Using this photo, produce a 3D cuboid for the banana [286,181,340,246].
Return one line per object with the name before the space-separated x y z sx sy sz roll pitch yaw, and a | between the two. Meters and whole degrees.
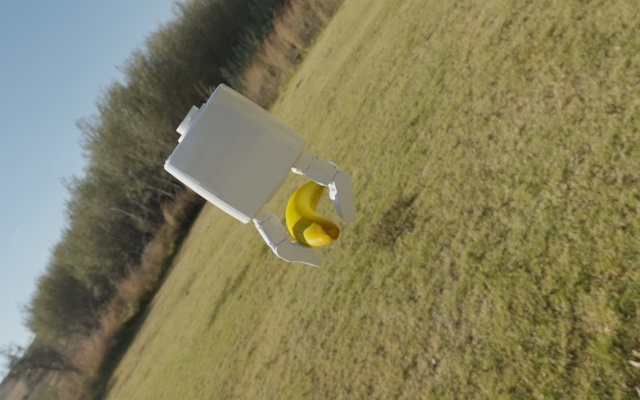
banana | -0.013 0.013 0.581 0.037 0.069 0.197 41 16 -17
